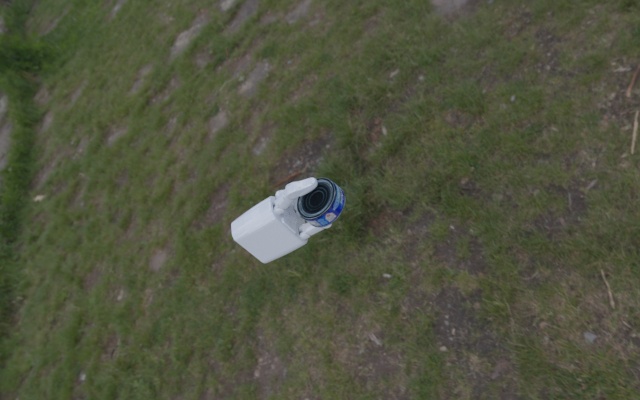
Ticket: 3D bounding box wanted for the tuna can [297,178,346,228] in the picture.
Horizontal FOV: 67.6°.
[{"bbox_3d":[0.000,0.002,0.852,0.086,0.086,0.034,0,-27,38],"label":"tuna can"}]
